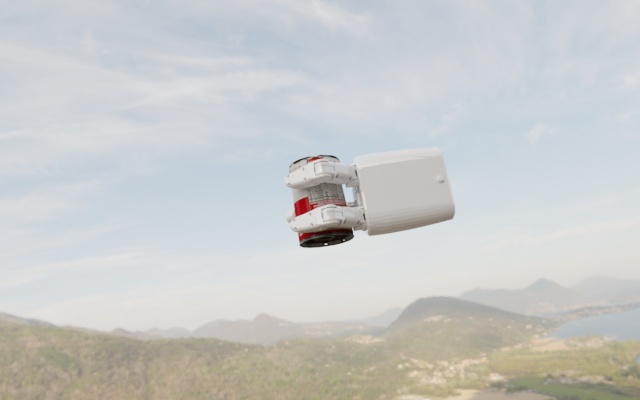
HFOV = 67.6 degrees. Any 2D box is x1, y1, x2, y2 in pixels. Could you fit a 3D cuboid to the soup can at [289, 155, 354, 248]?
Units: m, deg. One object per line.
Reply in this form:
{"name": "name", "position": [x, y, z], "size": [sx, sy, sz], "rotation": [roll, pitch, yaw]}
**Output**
{"name": "soup can", "position": [0.000, 0.002, 0.594], "size": [0.068, 0.102, 0.068], "rotation": [-9, -16, -2]}
